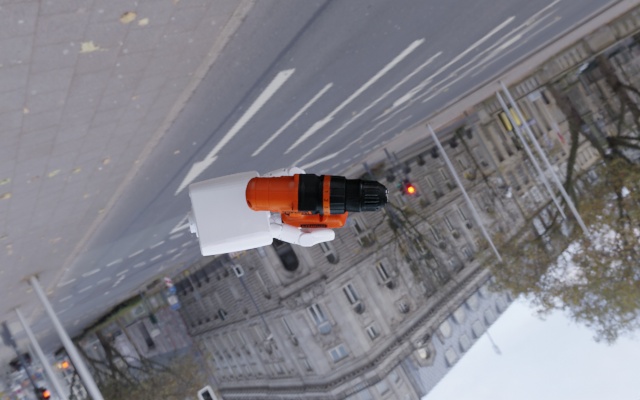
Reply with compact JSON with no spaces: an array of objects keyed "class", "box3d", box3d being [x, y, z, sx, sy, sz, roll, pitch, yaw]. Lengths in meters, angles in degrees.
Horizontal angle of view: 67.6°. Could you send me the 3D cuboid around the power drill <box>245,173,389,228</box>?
[{"class":"power drill","box3d":[0.000,0.002,0.683,0.184,0.057,0.188,3,-10,5]}]
